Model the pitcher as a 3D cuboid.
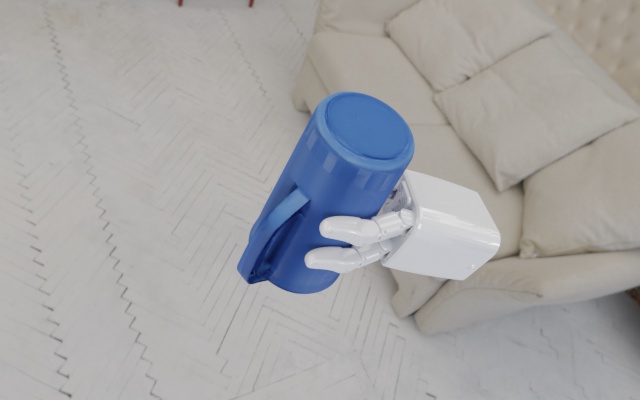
[{"bbox_3d":[0.000,0.002,0.546,0.145,0.149,0.243,14,-41,-13],"label":"pitcher"}]
